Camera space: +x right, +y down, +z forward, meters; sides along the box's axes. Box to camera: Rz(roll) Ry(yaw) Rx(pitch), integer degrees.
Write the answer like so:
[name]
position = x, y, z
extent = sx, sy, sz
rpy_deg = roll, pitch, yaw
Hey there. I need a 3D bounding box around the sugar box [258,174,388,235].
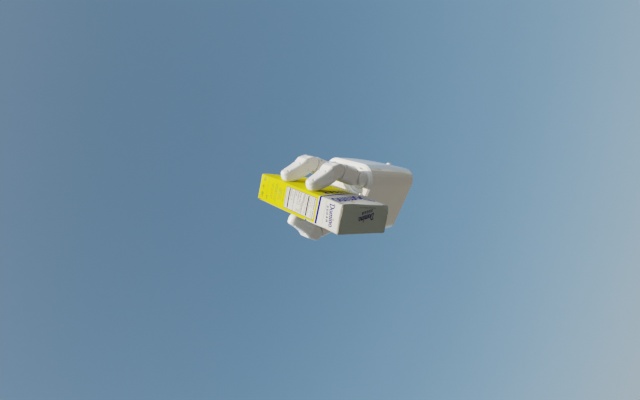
[sugar box]
position = 0.000, 0.002, 0.672
extent = 0.093, 0.048, 0.176
rpy_deg = 1, 11, -43
